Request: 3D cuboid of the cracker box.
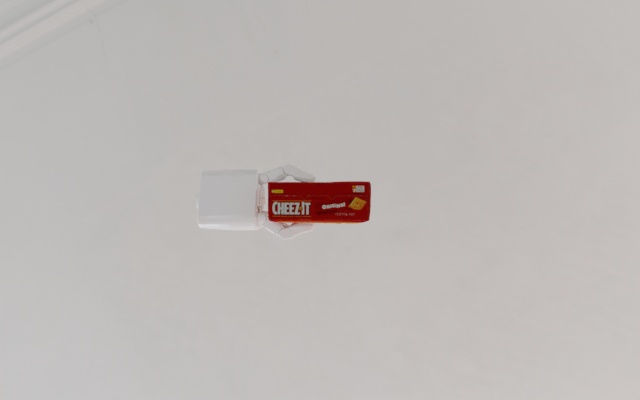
[{"bbox_3d":[0.000,0.003,0.852,0.164,0.072,0.213,0,1,2],"label":"cracker box"}]
